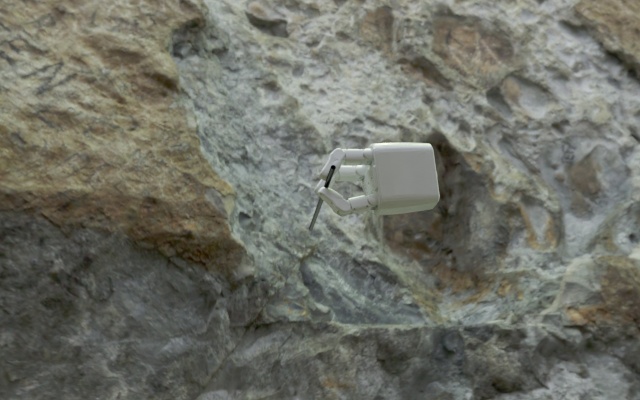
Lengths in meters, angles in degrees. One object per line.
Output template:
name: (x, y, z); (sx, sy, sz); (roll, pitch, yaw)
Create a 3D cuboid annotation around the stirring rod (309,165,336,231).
stirring rod: (0.000, 0.003, 0.826); (0.011, 0.011, 0.240); (0, -26, -10)
